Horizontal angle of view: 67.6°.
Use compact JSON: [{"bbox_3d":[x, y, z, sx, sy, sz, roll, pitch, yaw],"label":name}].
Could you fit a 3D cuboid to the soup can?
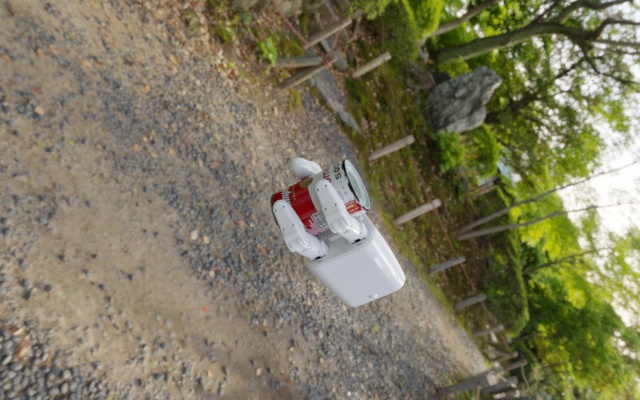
[{"bbox_3d":[0.000,0.001,0.576,0.102,0.068,0.068,-25,-8,16],"label":"soup can"}]
